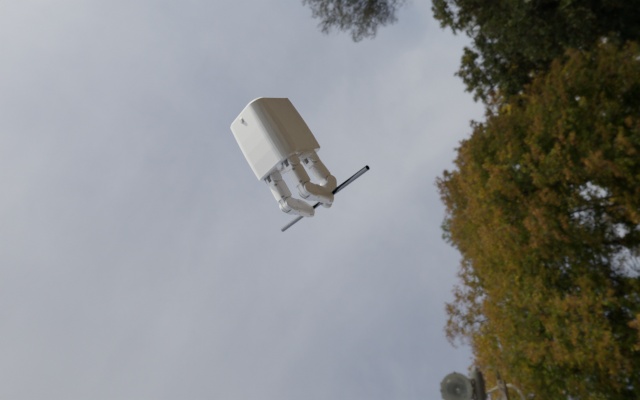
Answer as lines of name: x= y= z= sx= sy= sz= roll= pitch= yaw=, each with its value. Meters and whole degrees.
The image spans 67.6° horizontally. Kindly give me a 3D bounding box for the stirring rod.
stirring rod: x=0.000 y=0.002 z=0.780 sx=0.011 sy=0.011 sz=0.240 roll=0 pitch=-25 yaw=-39
